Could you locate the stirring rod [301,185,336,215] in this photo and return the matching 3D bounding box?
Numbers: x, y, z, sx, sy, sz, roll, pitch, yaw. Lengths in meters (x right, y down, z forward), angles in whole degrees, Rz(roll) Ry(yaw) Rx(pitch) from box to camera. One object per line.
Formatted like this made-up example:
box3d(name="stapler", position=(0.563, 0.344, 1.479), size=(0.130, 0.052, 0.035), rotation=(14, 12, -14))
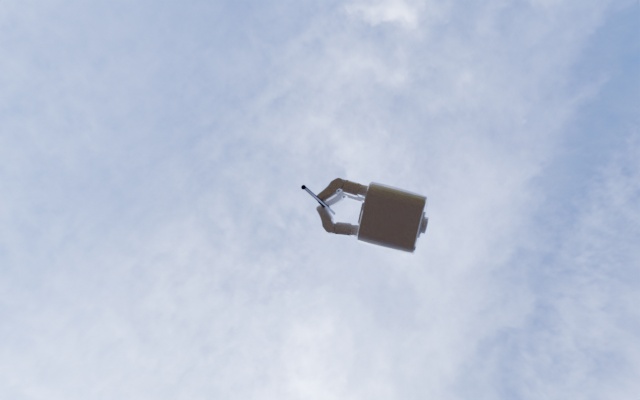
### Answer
box3d(name="stirring rod", position=(0.000, 0.003, 0.867), size=(0.011, 0.011, 0.239), rotation=(0, -11, 13))
